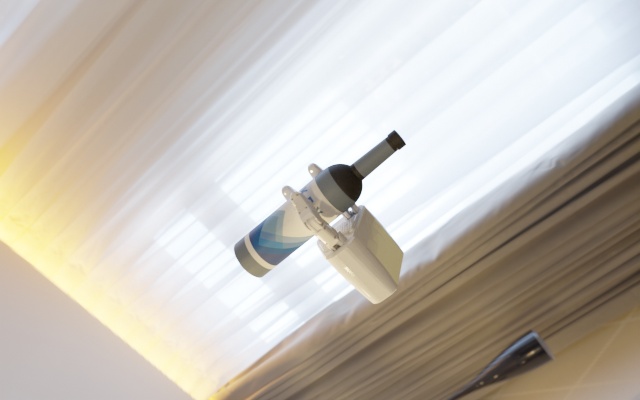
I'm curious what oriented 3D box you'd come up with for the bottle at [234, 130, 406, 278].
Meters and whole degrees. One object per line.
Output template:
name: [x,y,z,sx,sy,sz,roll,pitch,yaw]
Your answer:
bottle: [0.000,0.002,0.695,0.296,0.069,0.069,-39,-13,16]
